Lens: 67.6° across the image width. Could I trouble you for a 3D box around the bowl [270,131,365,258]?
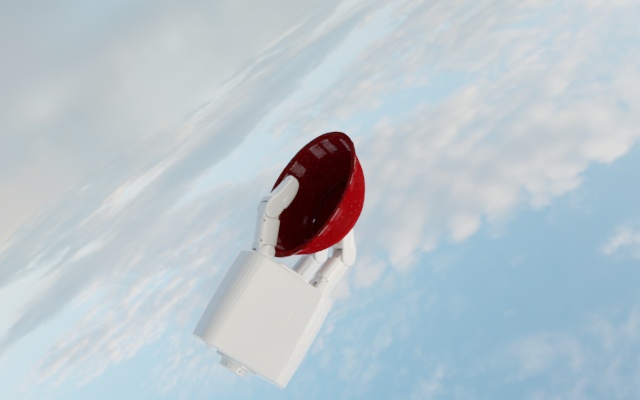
[{"bbox_3d":[0.001,0.001,0.556,0.055,0.162,0.162,31,-17,-30],"label":"bowl"}]
